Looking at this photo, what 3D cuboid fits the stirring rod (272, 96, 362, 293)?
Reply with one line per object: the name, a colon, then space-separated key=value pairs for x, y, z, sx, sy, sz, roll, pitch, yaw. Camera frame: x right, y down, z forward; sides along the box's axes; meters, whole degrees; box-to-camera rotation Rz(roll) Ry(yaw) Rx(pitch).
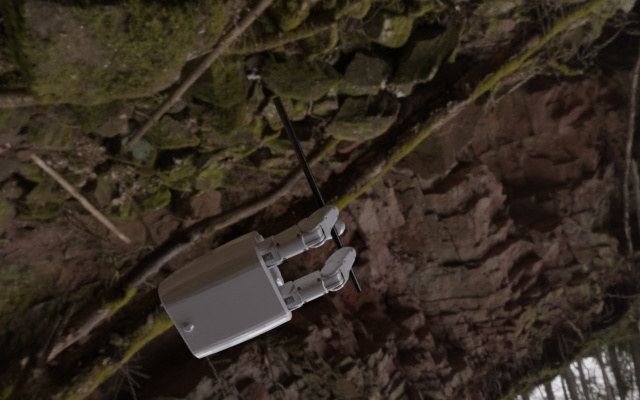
stirring rod: x=0.000 y=0.002 z=0.517 sx=0.011 sy=0.240 sz=0.011 roll=-20 pitch=21 yaw=8
